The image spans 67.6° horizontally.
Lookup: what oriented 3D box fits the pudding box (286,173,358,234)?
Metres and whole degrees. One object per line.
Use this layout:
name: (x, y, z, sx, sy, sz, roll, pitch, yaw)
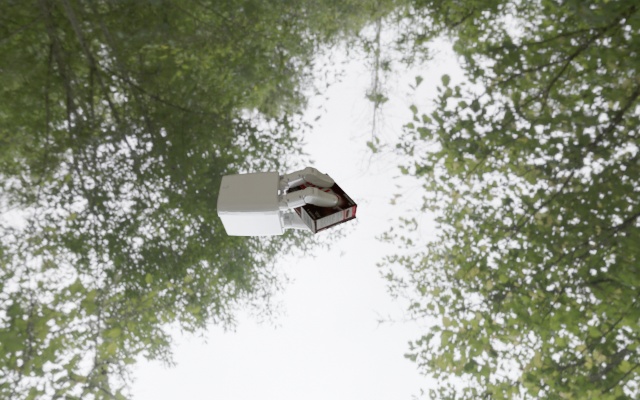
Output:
pudding box: (0.000, 0.003, 0.865, 0.090, 0.039, 0.113, -21, 46, -22)
